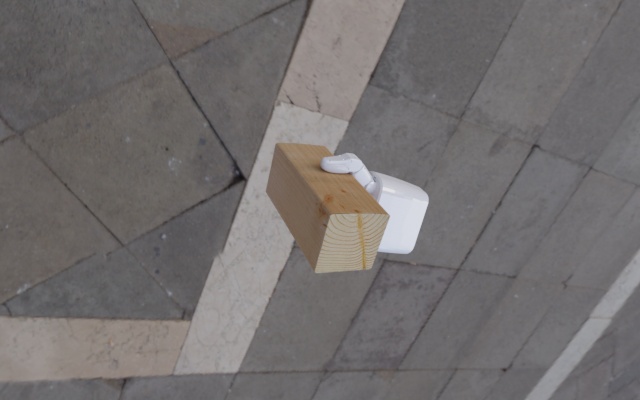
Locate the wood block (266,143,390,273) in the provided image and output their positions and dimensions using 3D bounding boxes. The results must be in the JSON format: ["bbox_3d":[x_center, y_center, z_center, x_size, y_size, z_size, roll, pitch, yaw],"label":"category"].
[{"bbox_3d":[0.001,0.002,0.684,0.090,0.091,0.206,1,30,-28],"label":"wood block"}]
